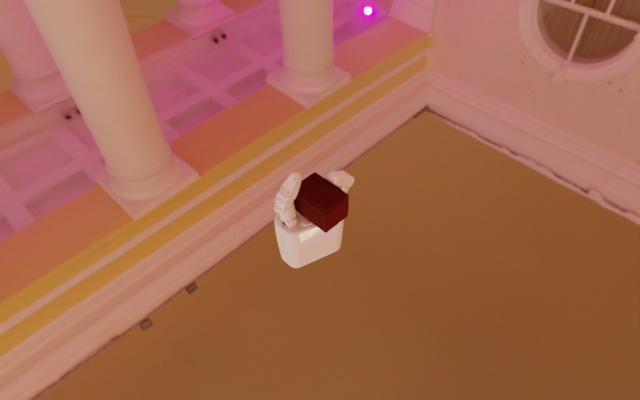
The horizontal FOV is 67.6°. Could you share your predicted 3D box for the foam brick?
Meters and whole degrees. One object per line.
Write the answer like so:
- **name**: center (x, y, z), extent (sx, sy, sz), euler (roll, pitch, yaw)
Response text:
- **foam brick**: center (0.000, 0.003, 0.758), extent (0.053, 0.051, 0.078), euler (-36, 56, -28)
